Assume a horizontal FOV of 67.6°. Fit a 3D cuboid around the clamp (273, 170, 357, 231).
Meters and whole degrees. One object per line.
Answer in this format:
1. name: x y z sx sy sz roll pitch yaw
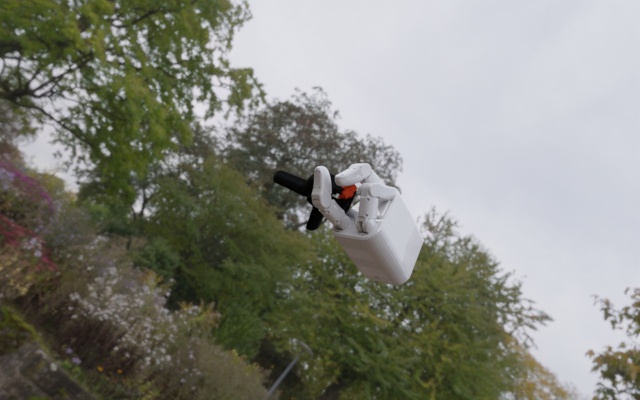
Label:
1. clamp: 0.001 0.002 0.766 0.039 0.120 0.171 -47 29 -25
